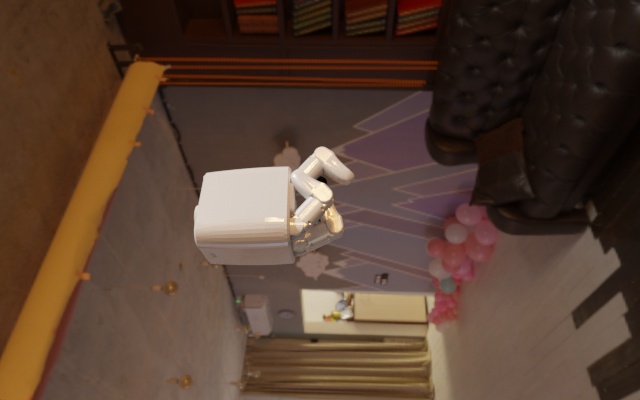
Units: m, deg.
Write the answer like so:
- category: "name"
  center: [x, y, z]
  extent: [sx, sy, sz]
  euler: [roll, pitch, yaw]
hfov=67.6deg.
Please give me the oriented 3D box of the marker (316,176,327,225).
- category: "marker"
  center: [0.000, 0.002, 0.648]
  extent: [0.020, 0.020, 0.121]
  euler: [0, -26, 1]
